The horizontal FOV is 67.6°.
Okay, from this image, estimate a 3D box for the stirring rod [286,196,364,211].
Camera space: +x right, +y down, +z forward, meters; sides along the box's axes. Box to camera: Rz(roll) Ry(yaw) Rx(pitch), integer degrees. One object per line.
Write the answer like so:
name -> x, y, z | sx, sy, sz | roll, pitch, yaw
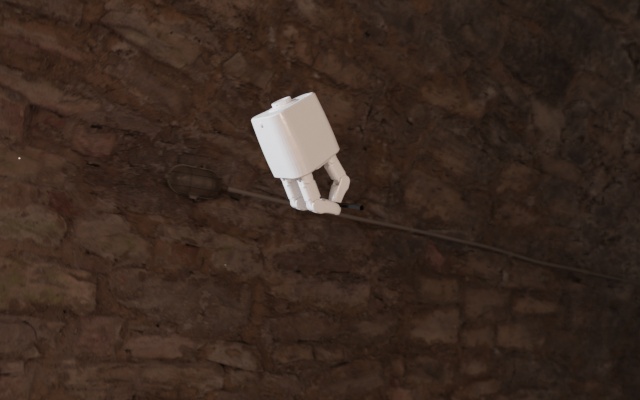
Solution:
stirring rod -> 0.000, 0.003, 0.842 | 0.011, 0.011, 0.239 | 0, 4, -32
